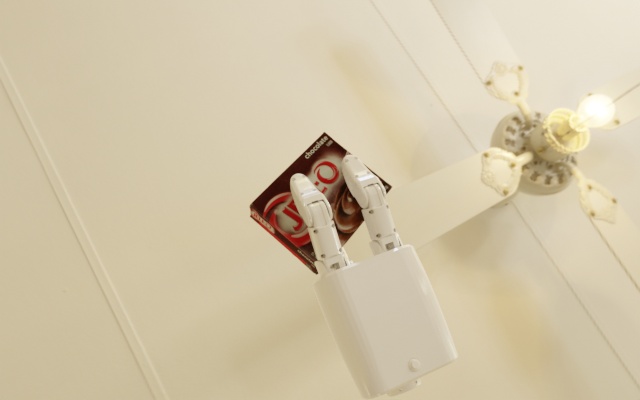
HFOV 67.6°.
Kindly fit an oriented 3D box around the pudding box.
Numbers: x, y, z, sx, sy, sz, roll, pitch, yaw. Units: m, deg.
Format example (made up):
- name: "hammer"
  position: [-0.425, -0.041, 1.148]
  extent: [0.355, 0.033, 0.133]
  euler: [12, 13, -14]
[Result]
- name: "pudding box"
  position: [0.000, 0.002, 0.468]
  extent: [0.090, 0.113, 0.039]
  euler: [40, -24, 7]
